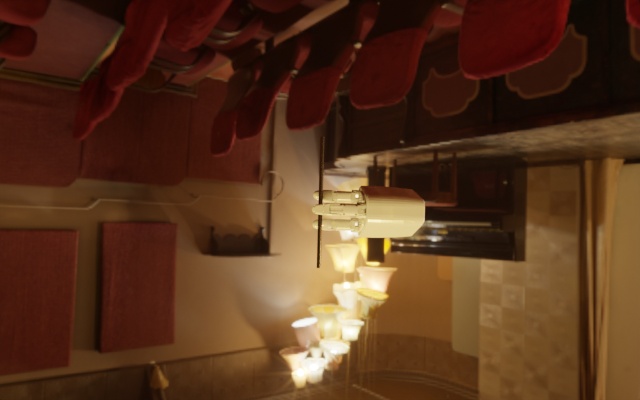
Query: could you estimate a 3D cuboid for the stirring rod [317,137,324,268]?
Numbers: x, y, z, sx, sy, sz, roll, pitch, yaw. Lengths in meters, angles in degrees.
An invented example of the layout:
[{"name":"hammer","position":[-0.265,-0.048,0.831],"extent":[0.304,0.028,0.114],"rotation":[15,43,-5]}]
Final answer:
[{"name":"stirring rod","position":[0.000,0.003,0.876],"extent":[0.011,0.239,0.011],"rotation":[2,-3,0]}]
